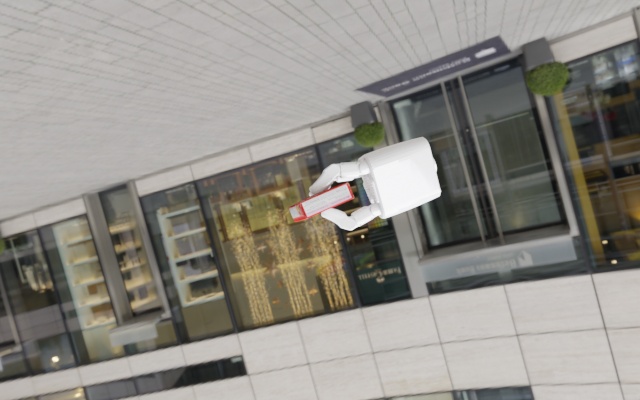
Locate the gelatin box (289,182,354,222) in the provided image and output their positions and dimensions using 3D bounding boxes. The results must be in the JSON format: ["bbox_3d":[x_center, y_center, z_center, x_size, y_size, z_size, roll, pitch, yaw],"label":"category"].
[{"bbox_3d":[0.000,0.003,0.770,0.089,0.030,0.073,-24,2,-18],"label":"gelatin box"}]
